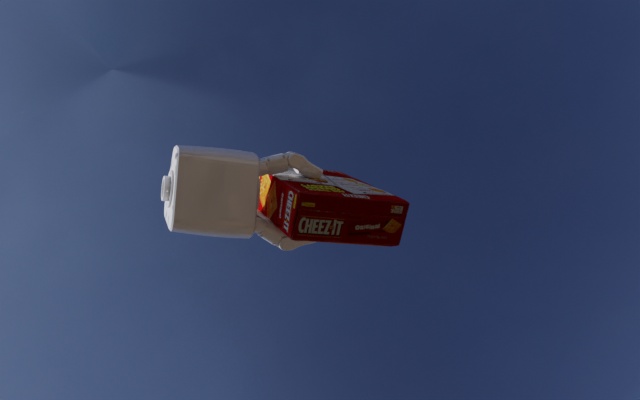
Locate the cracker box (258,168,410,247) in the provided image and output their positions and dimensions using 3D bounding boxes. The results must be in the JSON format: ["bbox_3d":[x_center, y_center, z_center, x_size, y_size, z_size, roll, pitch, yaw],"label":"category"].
[{"bbox_3d":[0.000,0.002,0.703,0.164,0.072,0.213,5,12,-24],"label":"cracker box"}]
